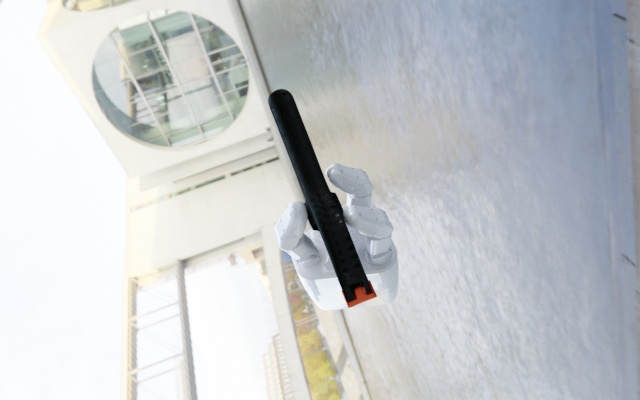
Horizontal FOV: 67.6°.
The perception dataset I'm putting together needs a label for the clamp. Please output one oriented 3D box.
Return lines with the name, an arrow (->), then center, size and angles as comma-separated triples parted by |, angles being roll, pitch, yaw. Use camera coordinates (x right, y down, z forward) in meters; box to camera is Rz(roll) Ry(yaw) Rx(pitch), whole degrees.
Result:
clamp -> 0.000, 0.002, 0.472 | 0.036, 0.209, 0.165 | -22, -35, -1
